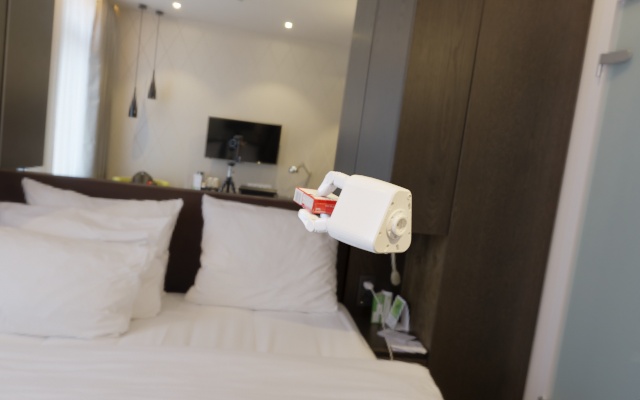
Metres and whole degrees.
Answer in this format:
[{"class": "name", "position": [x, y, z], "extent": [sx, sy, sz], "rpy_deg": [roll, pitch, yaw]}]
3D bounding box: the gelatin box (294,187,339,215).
[{"class": "gelatin box", "position": [0.000, 0.002, 0.900], "extent": [0.073, 0.030, 0.089], "rpy_deg": [7, 12, -28]}]
